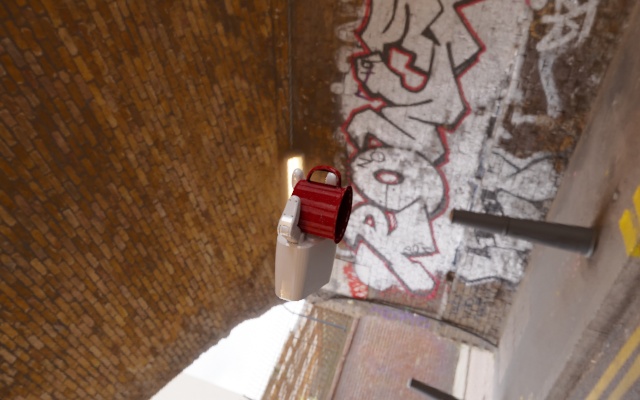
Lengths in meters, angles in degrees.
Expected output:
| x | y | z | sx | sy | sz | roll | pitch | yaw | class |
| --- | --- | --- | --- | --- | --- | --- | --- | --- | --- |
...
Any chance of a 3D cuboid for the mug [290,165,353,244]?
| x | y | z | sx | sy | sz | roll | pitch | yaw | class |
| --- | --- | --- | --- | --- | --- | --- | --- | --- | --- |
| 0.000 | 0.001 | 0.740 | 0.081 | 0.117 | 0.093 | 13 | 23 | 15 | mug |
